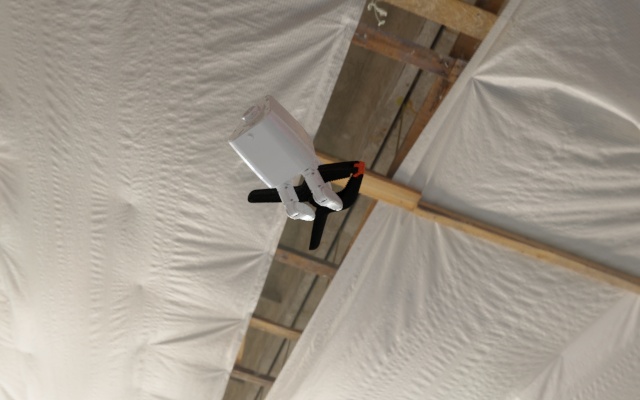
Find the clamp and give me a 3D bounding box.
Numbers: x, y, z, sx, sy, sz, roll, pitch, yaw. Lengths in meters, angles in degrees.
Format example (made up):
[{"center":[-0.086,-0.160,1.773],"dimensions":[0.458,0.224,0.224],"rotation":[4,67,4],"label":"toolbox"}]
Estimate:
[{"center":[0.001,0.002,0.821],"dimensions":[0.210,0.036,0.165],"rotation":[-28,-59,28],"label":"clamp"}]
